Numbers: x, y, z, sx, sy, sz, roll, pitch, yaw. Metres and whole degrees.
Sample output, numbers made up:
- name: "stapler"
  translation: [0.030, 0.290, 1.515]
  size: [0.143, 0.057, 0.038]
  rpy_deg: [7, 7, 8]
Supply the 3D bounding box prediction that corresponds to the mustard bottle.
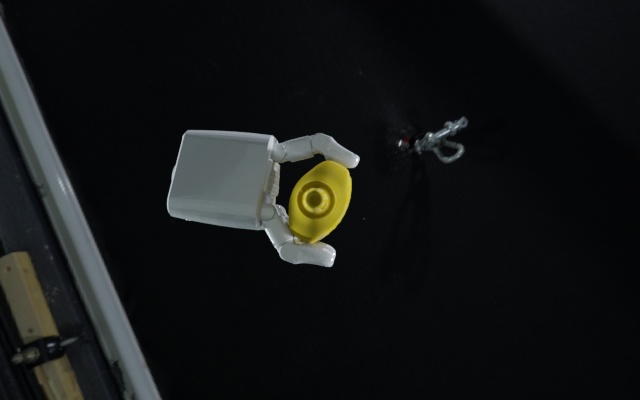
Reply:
- name: "mustard bottle"
  translation: [0.000, 0.002, 0.556]
  size: [0.058, 0.096, 0.191]
  rpy_deg: [29, 0, 5]
